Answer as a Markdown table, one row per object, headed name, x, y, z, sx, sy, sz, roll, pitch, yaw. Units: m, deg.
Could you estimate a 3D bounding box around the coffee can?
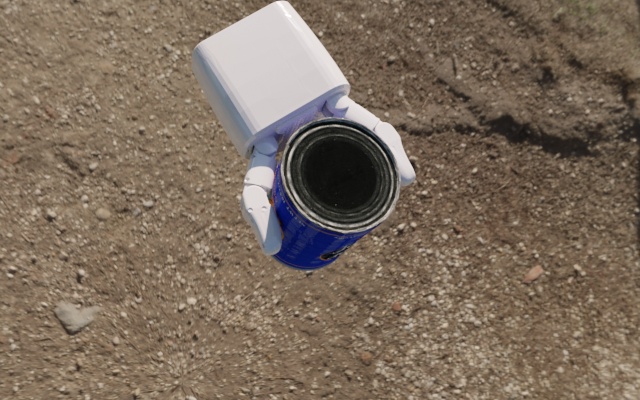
| name | x | y | z | sx | sy | sz | roll | pitch | yaw |
| --- | --- | --- | --- | --- | --- | --- | --- | --- | --- |
| coffee can | 0.000 | 0.002 | 0.449 | 0.103 | 0.102 | 0.140 | 0 | -20 | -16 |
